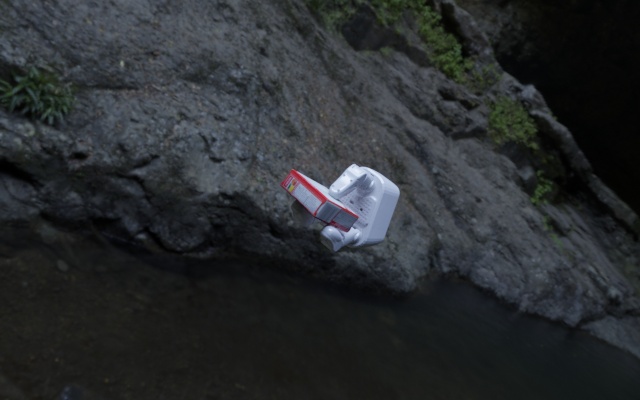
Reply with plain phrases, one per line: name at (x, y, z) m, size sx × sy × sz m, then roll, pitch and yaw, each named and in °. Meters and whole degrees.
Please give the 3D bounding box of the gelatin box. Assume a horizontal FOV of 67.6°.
gelatin box at (0.000, 0.002, 0.620) m, size 0.073 × 0.030 × 0.089 m, roll 42°, pitch 8°, yaw 34°
